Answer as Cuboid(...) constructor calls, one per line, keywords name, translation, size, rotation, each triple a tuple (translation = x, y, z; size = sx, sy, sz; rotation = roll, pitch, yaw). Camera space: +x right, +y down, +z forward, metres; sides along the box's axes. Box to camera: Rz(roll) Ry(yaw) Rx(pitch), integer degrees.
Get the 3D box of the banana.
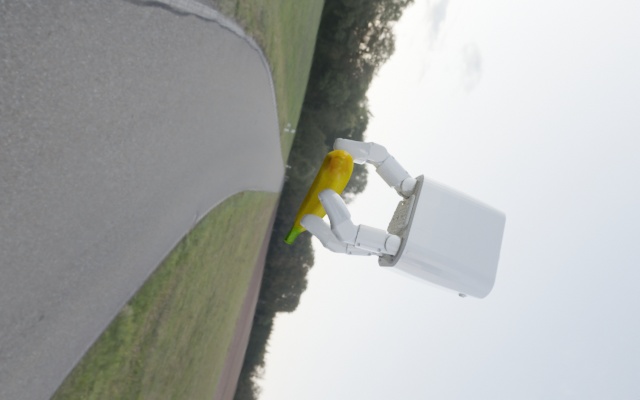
Cuboid(name="banana", translation=(0.006, -0.011, 0.560), size=(0.037, 0.069, 0.198), rotation=(26, -34, -2))
